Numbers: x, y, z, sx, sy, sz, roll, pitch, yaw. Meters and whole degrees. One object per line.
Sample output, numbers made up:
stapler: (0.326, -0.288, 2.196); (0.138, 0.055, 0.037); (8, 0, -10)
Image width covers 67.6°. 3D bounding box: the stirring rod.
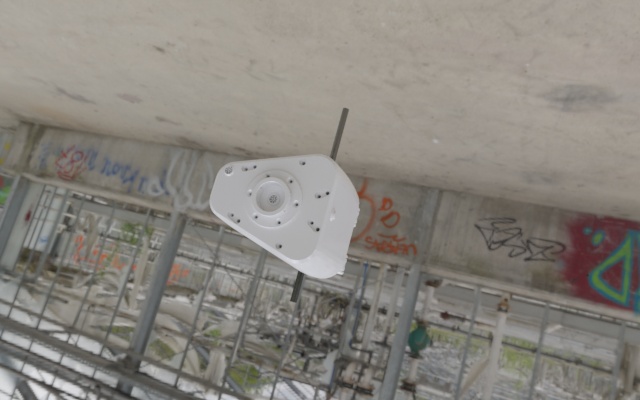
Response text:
stirring rod: (0.000, 0.002, 0.567); (0.011, 0.239, 0.011); (15, -10, 3)
